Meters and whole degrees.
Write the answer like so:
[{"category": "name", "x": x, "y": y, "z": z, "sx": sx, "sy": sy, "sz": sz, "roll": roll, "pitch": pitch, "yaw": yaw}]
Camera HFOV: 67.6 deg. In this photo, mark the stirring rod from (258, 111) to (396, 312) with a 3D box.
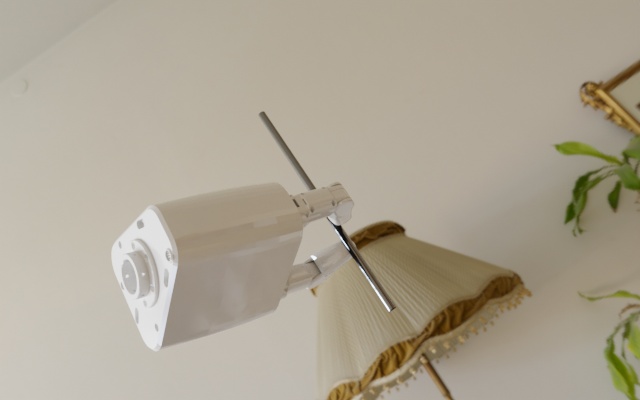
[{"category": "stirring rod", "x": 0.000, "y": 0.002, "z": 0.456, "sx": 0.011, "sy": 0.239, "sz": 0.011, "roll": -28, "pitch": -23, "yaw": -13}]
